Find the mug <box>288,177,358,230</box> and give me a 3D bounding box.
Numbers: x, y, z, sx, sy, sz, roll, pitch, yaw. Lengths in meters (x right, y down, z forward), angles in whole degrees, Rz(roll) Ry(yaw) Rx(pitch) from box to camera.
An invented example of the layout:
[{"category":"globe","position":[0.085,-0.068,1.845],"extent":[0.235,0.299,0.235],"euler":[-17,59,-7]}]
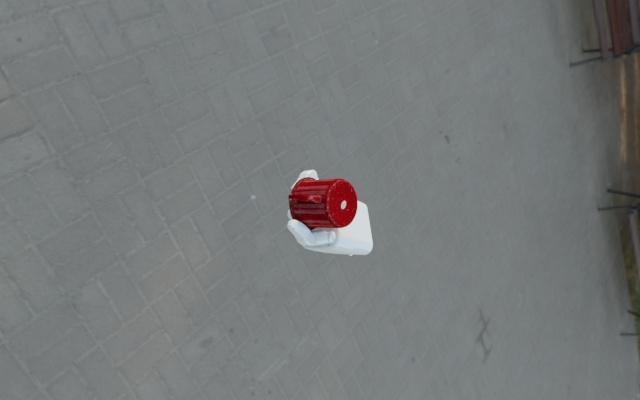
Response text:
[{"category":"mug","position":[-0.001,0.002,0.792],"extent":[0.081,0.093,0.117],"euler":[-1,-12,43]}]
